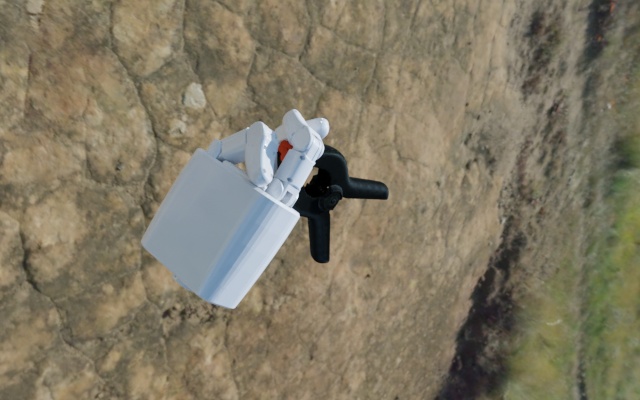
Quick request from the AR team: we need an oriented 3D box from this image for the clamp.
[{"bbox_3d":[0.000,0.002,0.509,0.039,0.120,0.171,33,-1,43],"label":"clamp"}]
